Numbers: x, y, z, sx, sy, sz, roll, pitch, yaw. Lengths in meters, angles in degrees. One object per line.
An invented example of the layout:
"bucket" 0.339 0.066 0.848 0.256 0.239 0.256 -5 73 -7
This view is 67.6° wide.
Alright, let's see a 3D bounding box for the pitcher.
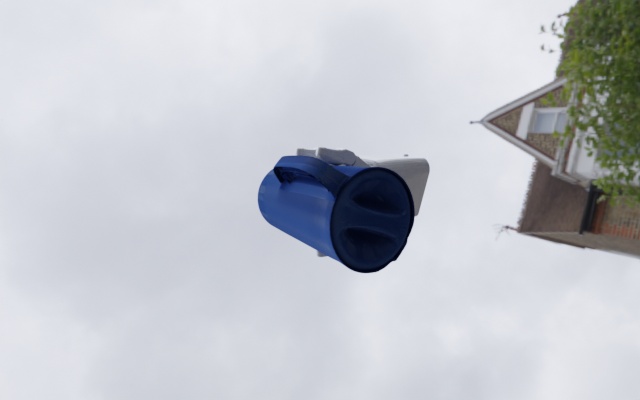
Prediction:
"pitcher" 0.000 0.002 0.677 0.145 0.149 0.243 -9 13 -32
